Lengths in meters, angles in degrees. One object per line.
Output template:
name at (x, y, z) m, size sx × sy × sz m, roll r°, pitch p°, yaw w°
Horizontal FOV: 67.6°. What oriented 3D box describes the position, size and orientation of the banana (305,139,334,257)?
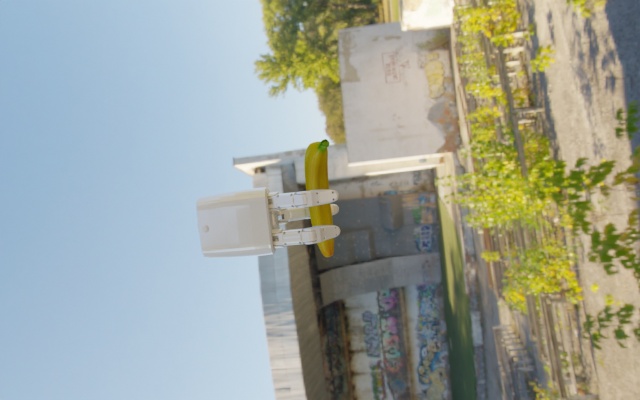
banana at (-0.002, -0.009, 0.732) m, size 0.037 × 0.198 × 0.069 m, roll -7°, pitch 28°, yaw -4°
